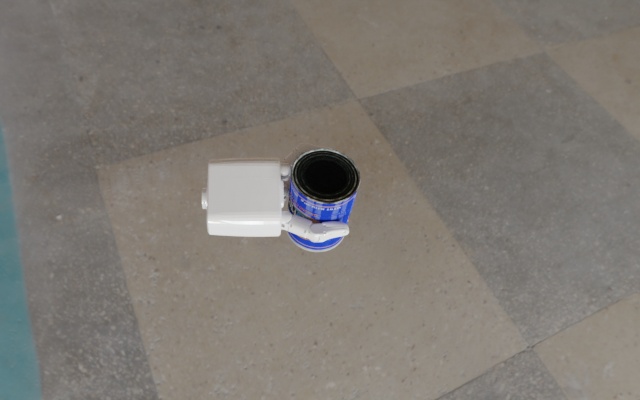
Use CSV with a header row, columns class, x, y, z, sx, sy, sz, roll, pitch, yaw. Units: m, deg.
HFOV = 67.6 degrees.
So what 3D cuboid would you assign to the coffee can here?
class,x,y,z,sx,sy,sz,roll,pitch,yaw
coffee can,0.000,0.003,0.749,0.103,0.102,0.140,0,-35,-8
